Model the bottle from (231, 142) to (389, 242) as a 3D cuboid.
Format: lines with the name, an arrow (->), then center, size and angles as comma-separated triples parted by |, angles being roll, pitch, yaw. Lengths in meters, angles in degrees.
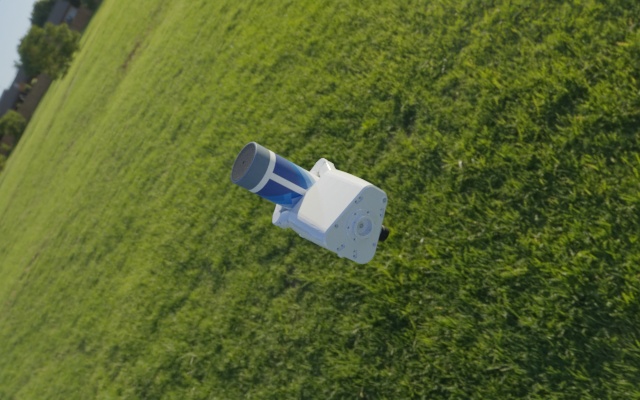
bottle -> 0.000, 0.002, 0.764 | 0.296, 0.069, 0.069 | 27, -15, -32
